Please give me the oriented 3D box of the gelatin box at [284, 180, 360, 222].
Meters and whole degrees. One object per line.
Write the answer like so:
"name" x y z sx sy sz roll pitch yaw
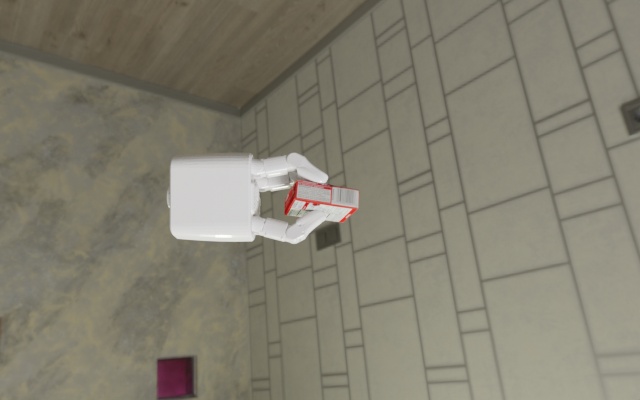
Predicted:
"gelatin box" 0.000 0.003 0.648 0.089 0.030 0.073 9 -19 -11
